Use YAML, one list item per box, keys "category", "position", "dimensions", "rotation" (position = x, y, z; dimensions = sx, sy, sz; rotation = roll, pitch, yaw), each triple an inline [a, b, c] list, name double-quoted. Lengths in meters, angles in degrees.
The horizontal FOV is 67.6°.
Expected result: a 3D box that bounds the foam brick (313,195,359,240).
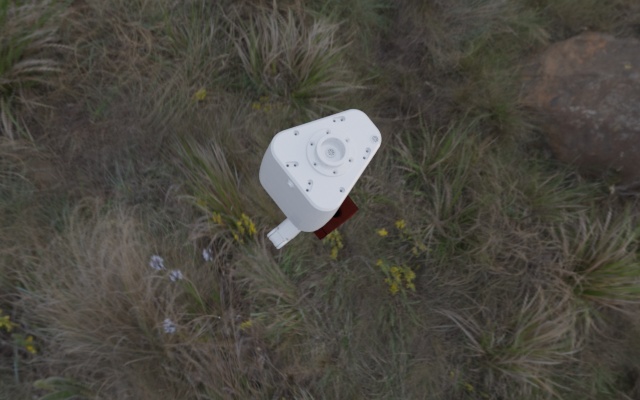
- category: "foam brick"
  position: [0.000, 0.002, 0.593]
  dimensions: [0.053, 0.078, 0.051]
  rotation: [-38, -2, -16]
